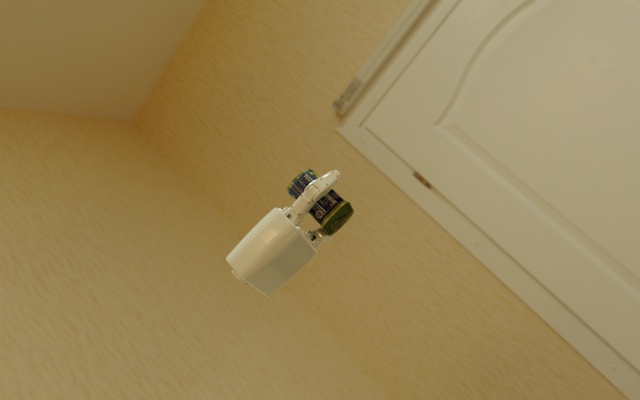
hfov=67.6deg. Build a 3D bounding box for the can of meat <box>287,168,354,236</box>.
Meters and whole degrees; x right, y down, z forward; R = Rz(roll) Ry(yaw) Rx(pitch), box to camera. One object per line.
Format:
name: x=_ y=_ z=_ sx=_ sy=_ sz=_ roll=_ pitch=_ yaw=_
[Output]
can of meat: x=0.000 y=0.002 z=0.747 sx=0.084 sy=0.057 sz=0.102 roll=44 pitch=-2 yaw=16
